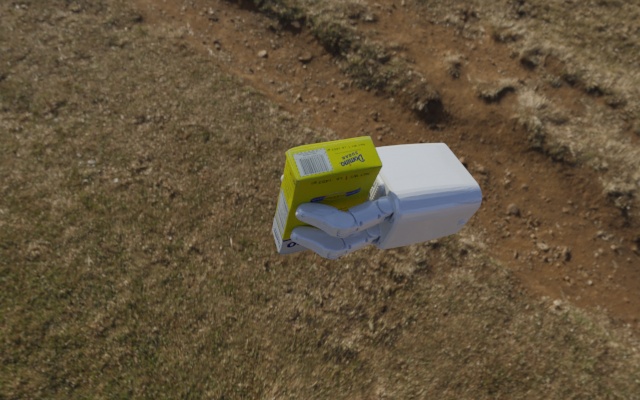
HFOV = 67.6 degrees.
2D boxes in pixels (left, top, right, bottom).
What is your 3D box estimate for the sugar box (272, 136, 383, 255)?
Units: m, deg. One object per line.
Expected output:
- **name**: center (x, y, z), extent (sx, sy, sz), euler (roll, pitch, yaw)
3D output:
- **sugar box**: center (0.000, 0.002, 0.544), extent (0.093, 0.048, 0.176), euler (-11, -30, -16)
